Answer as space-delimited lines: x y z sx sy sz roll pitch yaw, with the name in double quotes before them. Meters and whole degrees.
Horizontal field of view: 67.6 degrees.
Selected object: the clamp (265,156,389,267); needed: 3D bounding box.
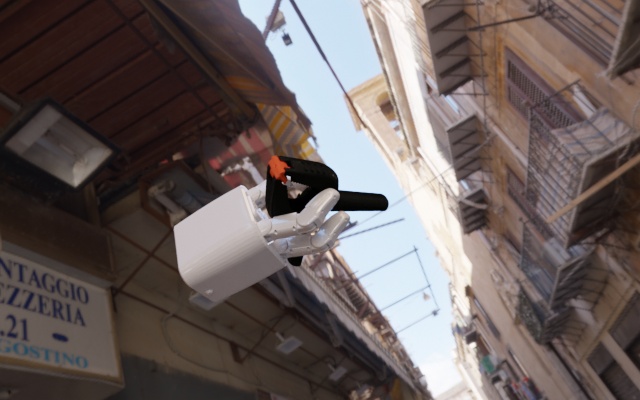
"clamp" -0.001 0.001 0.601 0.164 0.036 0.210 -30 -34 0
